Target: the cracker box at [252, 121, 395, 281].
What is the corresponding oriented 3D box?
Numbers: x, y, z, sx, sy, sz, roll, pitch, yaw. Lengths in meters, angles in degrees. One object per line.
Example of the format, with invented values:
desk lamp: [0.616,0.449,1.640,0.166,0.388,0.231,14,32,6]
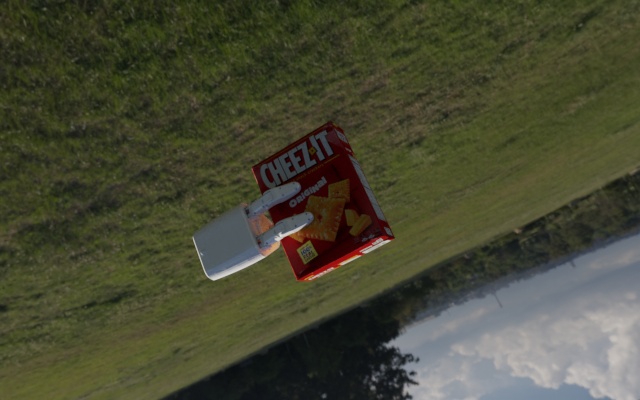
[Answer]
cracker box: [0.000,0.003,0.789,0.164,0.213,0.072,-28,-17,14]
